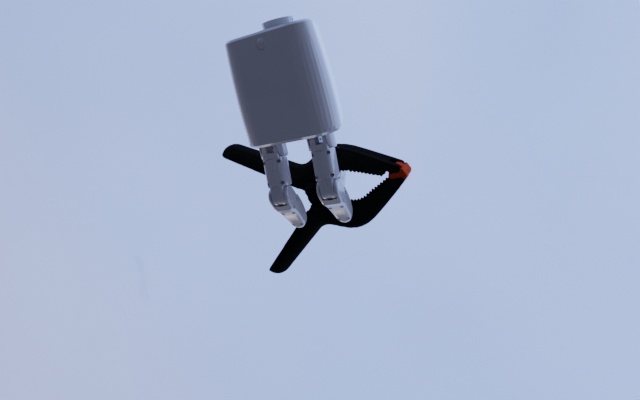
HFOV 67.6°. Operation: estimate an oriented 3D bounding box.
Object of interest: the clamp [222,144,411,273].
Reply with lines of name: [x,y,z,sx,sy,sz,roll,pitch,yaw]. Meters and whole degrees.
clamp: [0.001,0.001,0.534,0.210,0.164,0.036,-7,17,24]
